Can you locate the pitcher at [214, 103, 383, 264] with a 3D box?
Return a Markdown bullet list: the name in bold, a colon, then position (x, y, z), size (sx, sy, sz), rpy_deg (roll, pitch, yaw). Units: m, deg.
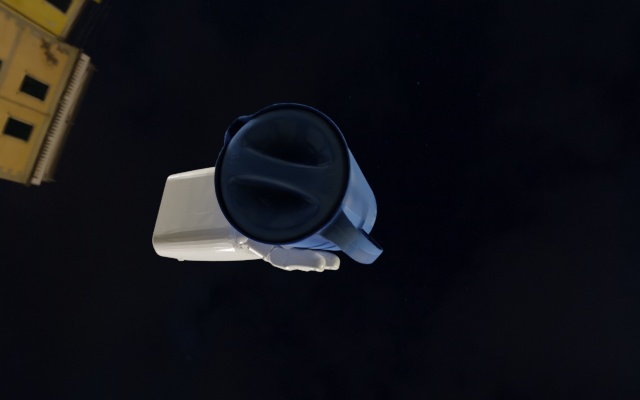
- **pitcher**: position (0.000, 0.002, 0.540), size (0.145, 0.149, 0.243), rpy_deg (-4, -11, 15)
